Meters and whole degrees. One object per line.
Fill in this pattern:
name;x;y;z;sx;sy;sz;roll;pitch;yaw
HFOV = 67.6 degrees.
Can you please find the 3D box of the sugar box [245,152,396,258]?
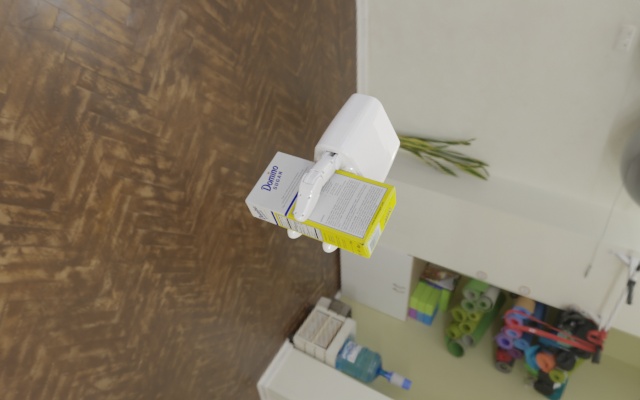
sugar box;0.000;0.002;0.629;0.176;0.093;0.048;18;-29;25
